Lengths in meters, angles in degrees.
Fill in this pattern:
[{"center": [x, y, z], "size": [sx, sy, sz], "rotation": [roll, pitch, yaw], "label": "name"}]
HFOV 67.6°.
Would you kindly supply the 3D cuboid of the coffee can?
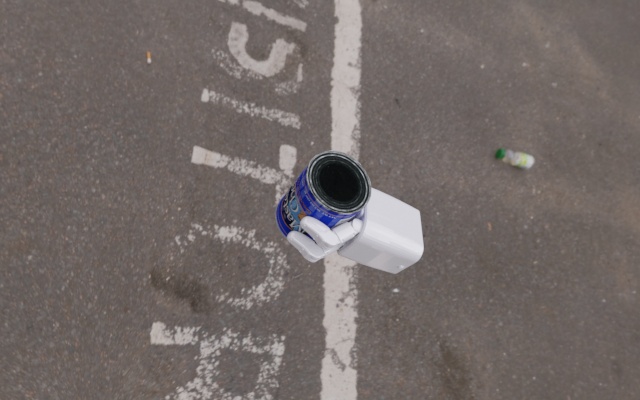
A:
[{"center": [0.000, 0.002, 0.734], "size": [0.103, 0.102, 0.140], "rotation": [0, -25, -26], "label": "coffee can"}]
